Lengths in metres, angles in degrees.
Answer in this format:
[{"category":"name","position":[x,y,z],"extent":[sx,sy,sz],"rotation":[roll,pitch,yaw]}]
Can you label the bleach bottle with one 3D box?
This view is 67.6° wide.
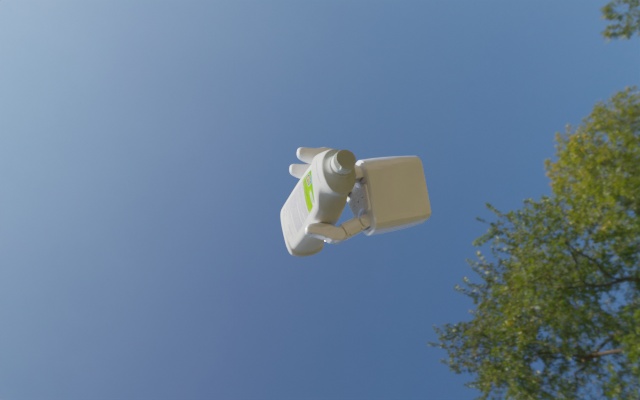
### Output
[{"category":"bleach bottle","position":[0.000,0.002,0.734],"extent":[0.068,0.102,0.251],"rotation":[-8,-20,-21]}]
